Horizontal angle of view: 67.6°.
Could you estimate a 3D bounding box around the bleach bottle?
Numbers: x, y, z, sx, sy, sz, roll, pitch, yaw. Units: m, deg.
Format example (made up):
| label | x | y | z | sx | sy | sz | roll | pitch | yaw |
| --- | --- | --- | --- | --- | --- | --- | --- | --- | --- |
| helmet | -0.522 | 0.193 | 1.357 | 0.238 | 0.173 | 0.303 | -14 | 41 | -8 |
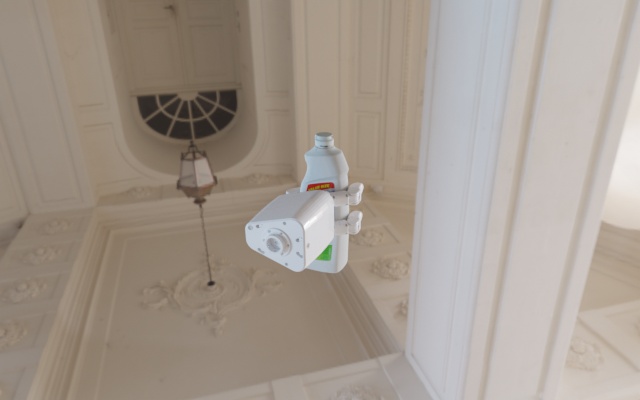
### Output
| label | x | y | z | sx | sy | sz | roll | pitch | yaw |
| --- | --- | --- | --- | --- | --- | --- | --- | --- | --- |
| bleach bottle | 0.000 | 0.003 | 0.847 | 0.102 | 0.251 | 0.068 | 10 | 27 | 22 |
